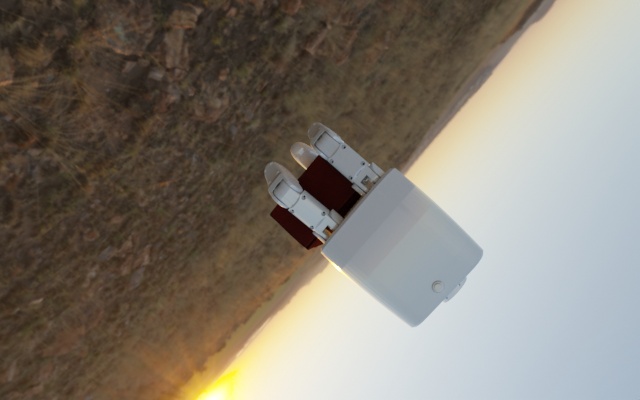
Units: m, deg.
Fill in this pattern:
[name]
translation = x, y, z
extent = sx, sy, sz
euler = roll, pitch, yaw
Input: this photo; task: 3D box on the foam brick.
[foam brick]
translation = 0.000, 0.002, 0.459
extent = 0.051, 0.078, 0.053
euler = 42, 11, 11
